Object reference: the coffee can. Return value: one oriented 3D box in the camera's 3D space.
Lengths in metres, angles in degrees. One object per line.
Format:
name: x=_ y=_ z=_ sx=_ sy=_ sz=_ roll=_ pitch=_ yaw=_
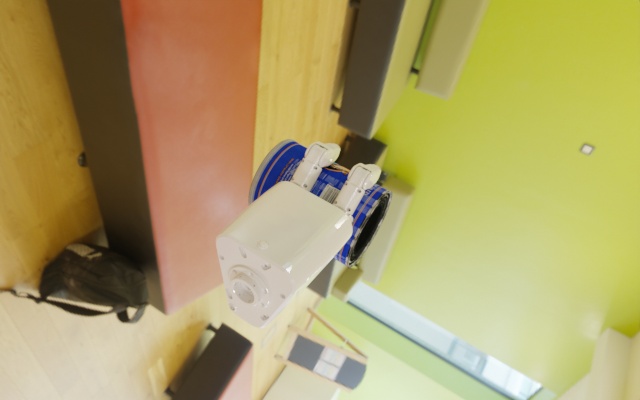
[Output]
coffee can: x=0.000 y=0.002 z=0.574 sx=0.140 sy=0.103 sz=0.103 roll=29 pitch=9 yaw=17
